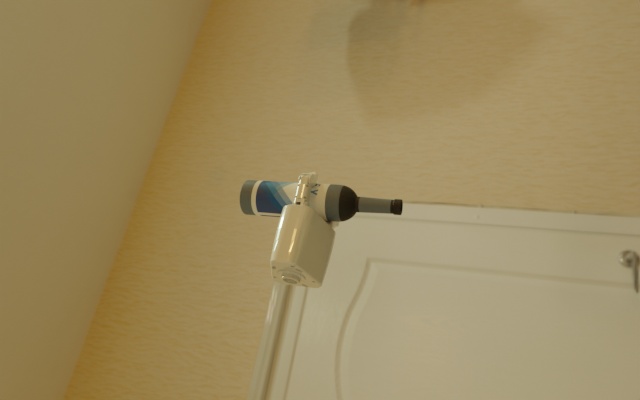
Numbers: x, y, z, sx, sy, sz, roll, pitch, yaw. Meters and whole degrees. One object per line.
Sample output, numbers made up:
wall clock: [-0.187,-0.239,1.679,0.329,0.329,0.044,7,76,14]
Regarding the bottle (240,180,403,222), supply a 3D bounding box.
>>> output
bottle: [0.000,0.003,0.868,0.295,0.069,0.069,4,1,18]
